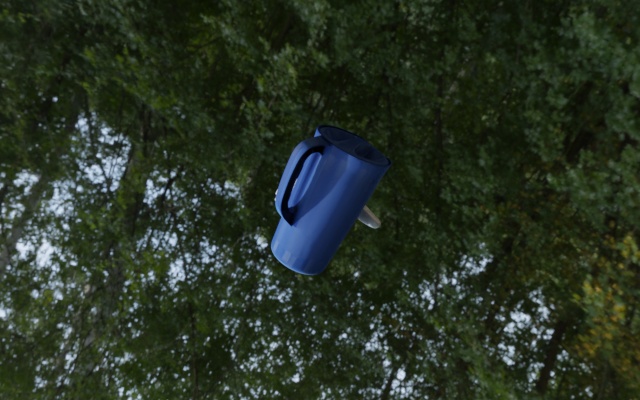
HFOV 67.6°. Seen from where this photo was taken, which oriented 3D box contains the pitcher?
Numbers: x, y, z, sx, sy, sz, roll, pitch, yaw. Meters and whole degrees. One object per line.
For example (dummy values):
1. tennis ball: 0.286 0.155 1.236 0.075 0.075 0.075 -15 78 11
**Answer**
1. pitcher: 0.000 0.003 0.807 0.149 0.243 0.145 26 22 -2
